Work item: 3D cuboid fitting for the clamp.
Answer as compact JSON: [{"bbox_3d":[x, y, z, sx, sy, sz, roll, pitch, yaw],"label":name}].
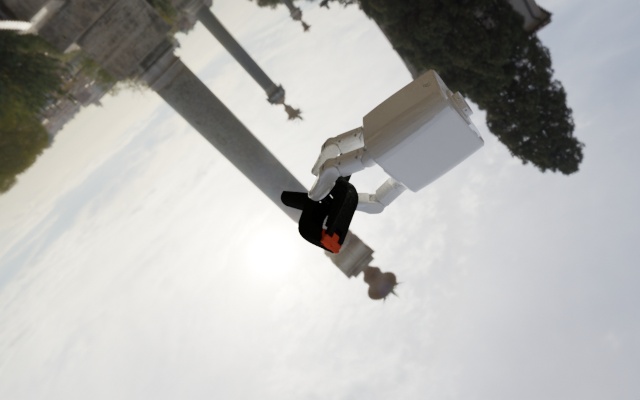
[{"bbox_3d":[0.001,0.003,0.643,0.164,0.209,0.036,-38,-63,26],"label":"clamp"}]
